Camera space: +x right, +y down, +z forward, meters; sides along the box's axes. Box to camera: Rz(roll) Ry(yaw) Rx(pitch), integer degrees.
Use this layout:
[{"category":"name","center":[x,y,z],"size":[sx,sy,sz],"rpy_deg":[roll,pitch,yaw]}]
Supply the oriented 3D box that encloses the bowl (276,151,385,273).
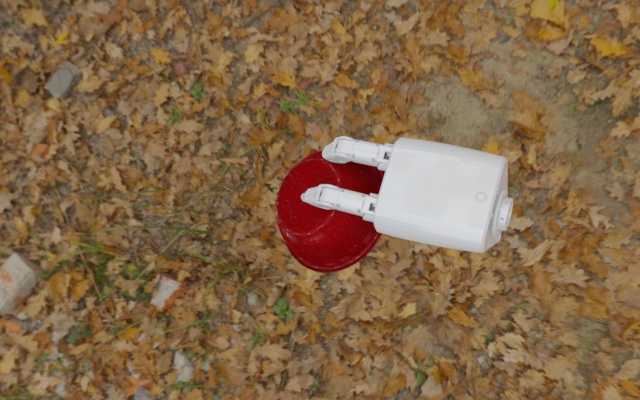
[{"category":"bowl","center":[-0.001,0.002,0.569],"size":[0.162,0.162,0.055],"rpy_deg":[0,-15,37]}]
